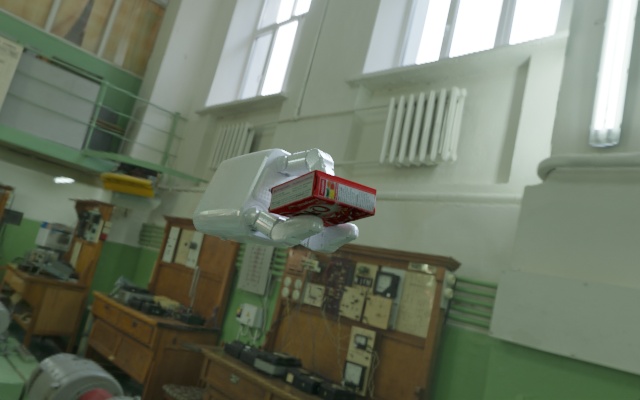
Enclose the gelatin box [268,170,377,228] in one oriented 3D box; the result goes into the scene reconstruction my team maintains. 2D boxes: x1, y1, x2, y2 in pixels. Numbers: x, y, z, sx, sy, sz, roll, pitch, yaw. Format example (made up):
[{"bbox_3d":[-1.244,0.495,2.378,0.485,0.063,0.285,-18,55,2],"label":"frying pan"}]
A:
[{"bbox_3d":[0.000,0.001,0.478,0.073,0.030,0.089,17,-20,-31],"label":"gelatin box"}]
